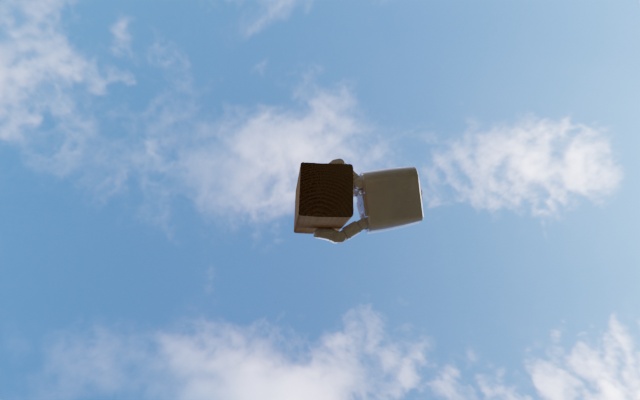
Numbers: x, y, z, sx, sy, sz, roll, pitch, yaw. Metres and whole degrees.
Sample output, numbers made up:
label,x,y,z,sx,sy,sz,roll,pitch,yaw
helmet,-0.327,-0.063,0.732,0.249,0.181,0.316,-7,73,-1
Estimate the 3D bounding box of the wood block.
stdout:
label,x,y,z,sx,sy,sz,roll,pitch,yaw
wood block,0.001,0.003,0.867,0.090,0.090,0.206,2,-12,-5
